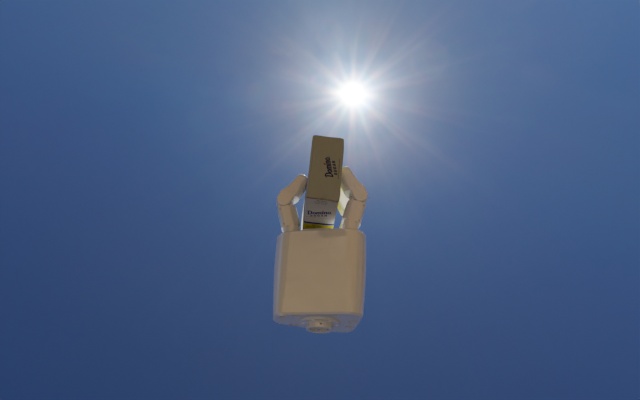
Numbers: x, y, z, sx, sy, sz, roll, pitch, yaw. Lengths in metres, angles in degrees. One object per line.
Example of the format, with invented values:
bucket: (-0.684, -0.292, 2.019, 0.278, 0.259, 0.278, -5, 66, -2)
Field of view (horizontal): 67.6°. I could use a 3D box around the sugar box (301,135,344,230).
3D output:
sugar box: (0.001, 0.002, 0.642, 0.048, 0.093, 0.176, 7, -29, -4)
